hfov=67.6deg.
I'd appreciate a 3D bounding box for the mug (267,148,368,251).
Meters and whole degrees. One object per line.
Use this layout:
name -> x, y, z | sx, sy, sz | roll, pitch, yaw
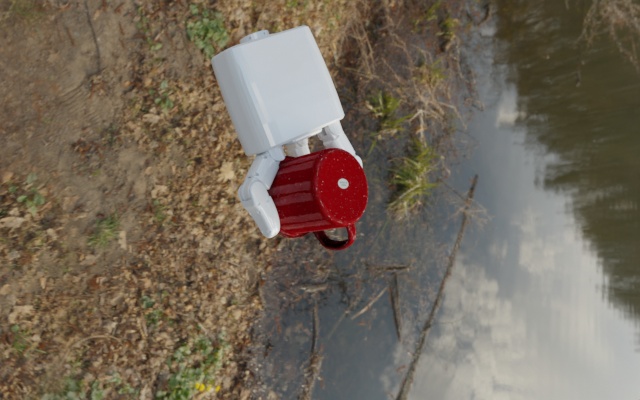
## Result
mug -> 0.001, 0.003, 0.507 | 0.081, 0.117, 0.093 | -10, 19, 45
